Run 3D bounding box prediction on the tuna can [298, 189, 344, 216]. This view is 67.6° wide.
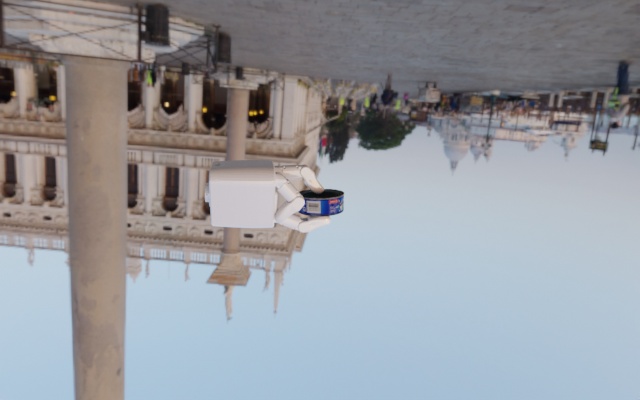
[{"bbox_3d":[0.000,0.003,0.859,0.086,0.034,0.086,-1,12,0],"label":"tuna can"}]
